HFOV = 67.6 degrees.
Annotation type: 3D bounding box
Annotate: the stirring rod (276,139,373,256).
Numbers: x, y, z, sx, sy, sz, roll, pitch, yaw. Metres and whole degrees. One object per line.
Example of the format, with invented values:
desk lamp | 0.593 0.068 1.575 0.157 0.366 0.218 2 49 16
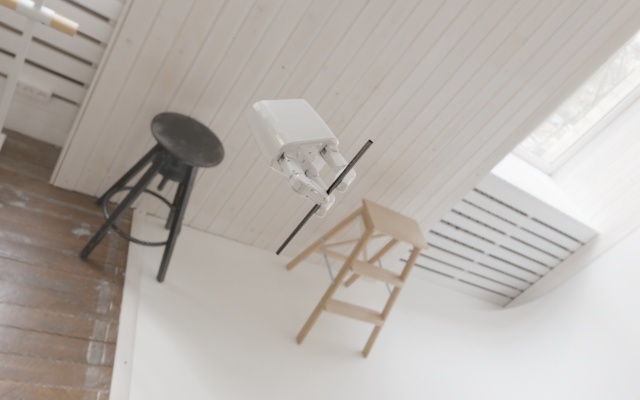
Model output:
stirring rod | 0.000 0.002 0.698 0.011 0.011 0.240 0 -43 -50
